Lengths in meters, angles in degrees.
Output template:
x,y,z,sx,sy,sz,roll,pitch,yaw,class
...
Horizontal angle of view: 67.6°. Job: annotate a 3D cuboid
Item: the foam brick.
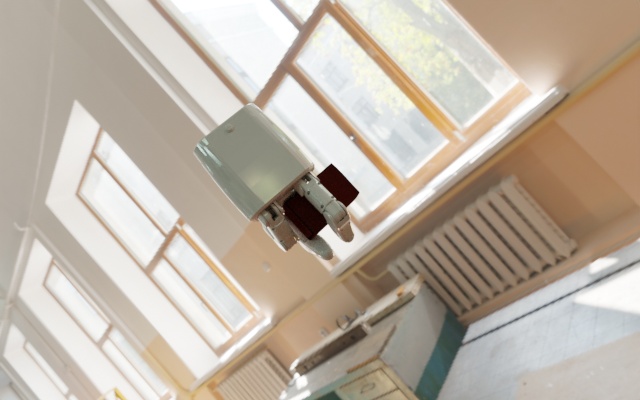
x,y,z,sx,sy,sz,roll,pitch,yaw,class
0.000,0.002,0.578,0.078,0.051,0.053,-41,-5,-14,foam brick
